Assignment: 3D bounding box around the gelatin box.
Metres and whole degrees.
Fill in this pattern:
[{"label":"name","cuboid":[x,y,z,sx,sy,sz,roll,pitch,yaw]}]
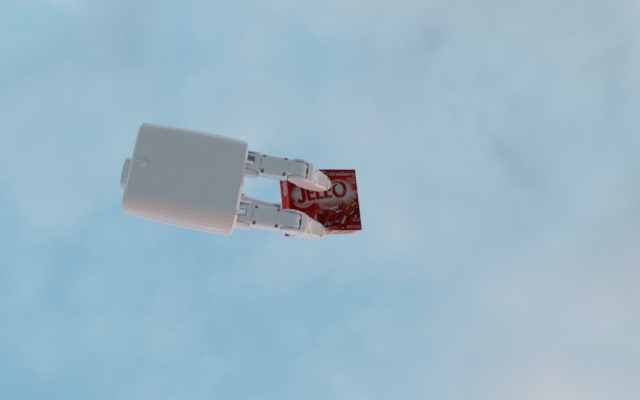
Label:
[{"label":"gelatin box","cuboid":[0.000,0.002,0.546,0.089,0.073,0.030,-1,-12,-24]}]
